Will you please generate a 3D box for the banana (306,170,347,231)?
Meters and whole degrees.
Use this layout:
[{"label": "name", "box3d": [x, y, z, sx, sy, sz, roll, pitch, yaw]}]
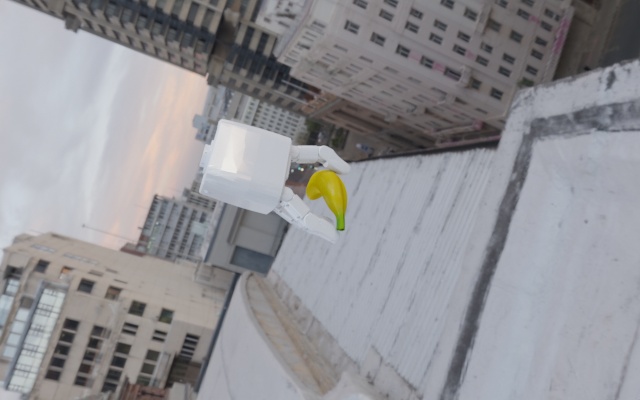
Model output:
[{"label": "banana", "box3d": [0.006, -0.014, 0.738, 0.037, 0.069, 0.197, 13, 11, -15]}]
